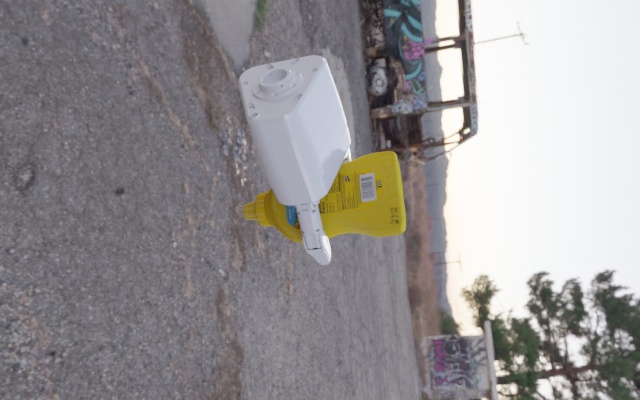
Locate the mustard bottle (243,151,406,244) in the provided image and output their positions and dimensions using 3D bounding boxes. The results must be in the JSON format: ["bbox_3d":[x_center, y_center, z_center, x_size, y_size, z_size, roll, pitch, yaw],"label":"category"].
[{"bbox_3d":[0.000,0.002,0.563,0.191,0.096,0.058,-8,-21,12],"label":"mustard bottle"}]
